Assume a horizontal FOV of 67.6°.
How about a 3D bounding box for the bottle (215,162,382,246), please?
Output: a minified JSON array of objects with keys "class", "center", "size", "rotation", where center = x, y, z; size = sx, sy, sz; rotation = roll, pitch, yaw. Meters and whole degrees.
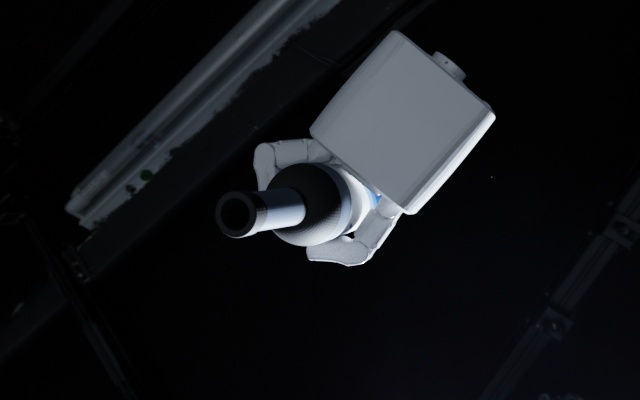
[{"class":"bottle","center":[0.000,0.001,0.414],"size":[0.069,0.069,0.295],"rotation":[0,3,20]}]
